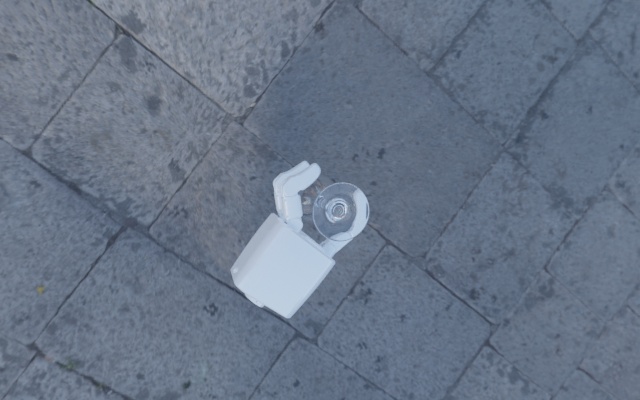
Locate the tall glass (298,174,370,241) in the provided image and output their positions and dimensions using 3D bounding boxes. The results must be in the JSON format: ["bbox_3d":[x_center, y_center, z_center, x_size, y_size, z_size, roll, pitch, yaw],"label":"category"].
[{"bbox_3d":[0.000,0.002,0.687,0.079,0.079,0.201,0,8,-15],"label":"tall glass"}]
